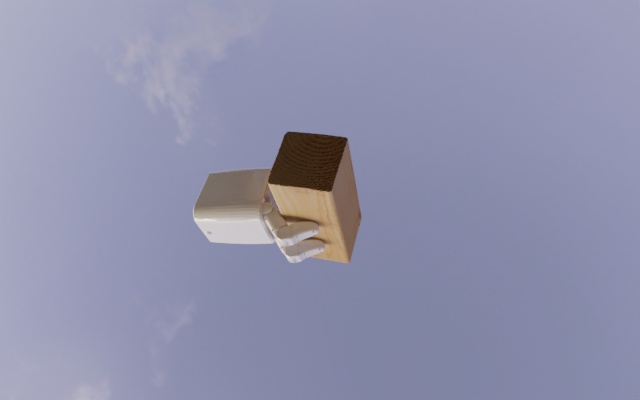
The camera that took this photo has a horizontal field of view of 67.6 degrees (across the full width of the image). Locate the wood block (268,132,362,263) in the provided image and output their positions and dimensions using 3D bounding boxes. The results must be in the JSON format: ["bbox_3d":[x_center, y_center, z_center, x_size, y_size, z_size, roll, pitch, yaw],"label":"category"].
[{"bbox_3d":[0.000,0.002,0.703,0.090,0.090,0.206,8,-30,15],"label":"wood block"}]
